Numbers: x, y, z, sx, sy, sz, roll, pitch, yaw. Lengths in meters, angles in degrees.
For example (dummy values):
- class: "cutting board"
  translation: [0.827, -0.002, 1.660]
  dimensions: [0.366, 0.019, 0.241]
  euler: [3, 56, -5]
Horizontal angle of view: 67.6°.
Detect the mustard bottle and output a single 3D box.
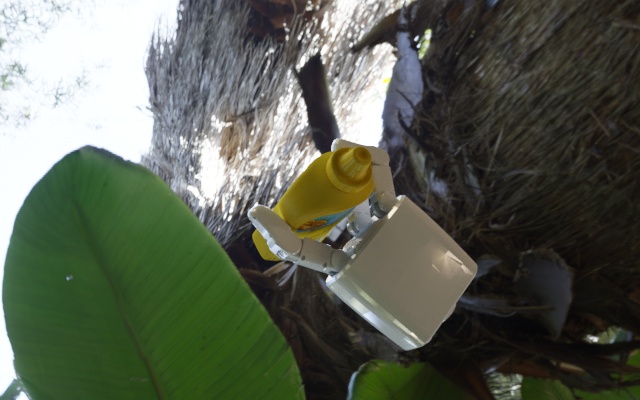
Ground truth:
- class: "mustard bottle"
  translation: [0.000, 0.001, 0.479]
  dimensions: [0.096, 0.058, 0.192]
  euler: [-21, -14, -31]
